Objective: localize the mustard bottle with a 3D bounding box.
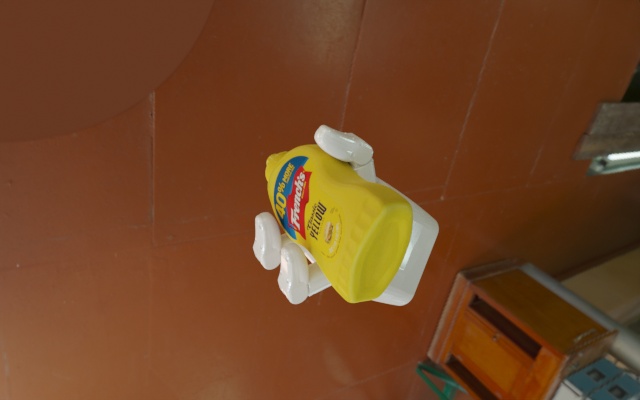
[{"bbox_3d":[0.000,0.002,0.445,0.058,0.096,0.191,-2,29,-35],"label":"mustard bottle"}]
